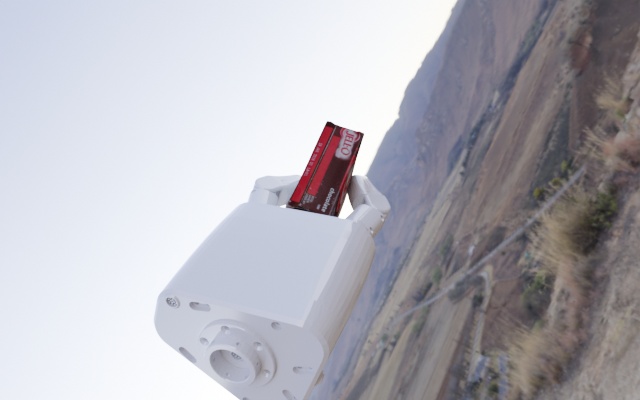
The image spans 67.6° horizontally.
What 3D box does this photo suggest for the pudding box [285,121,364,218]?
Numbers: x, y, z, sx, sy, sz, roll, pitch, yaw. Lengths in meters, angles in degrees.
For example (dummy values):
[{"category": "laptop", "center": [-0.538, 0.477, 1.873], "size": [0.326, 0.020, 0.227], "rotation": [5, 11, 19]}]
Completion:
[{"category": "pudding box", "center": [0.000, 0.001, 0.413], "size": [0.039, 0.090, 0.114], "rotation": [22, -30, 4]}]
